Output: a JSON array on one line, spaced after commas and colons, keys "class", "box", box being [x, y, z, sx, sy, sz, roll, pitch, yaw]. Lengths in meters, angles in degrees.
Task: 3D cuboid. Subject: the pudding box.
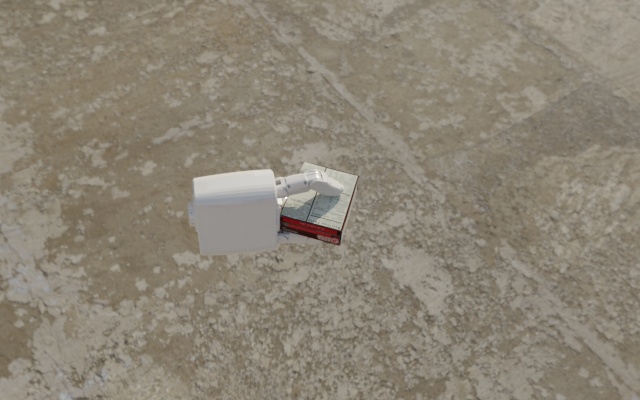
[{"class": "pudding box", "box": [0.000, 0.002, 0.681, 0.090, 0.113, 0.039, 16, -38, 6]}]
